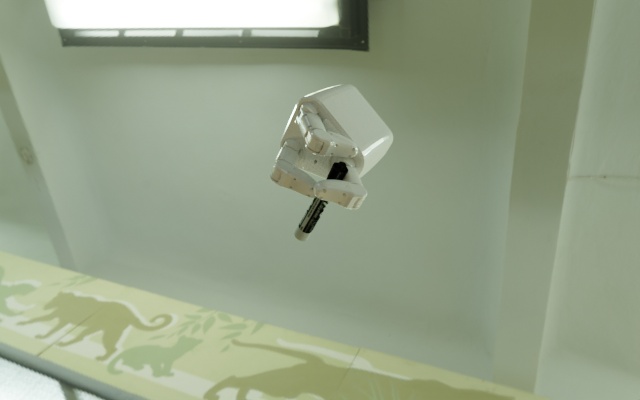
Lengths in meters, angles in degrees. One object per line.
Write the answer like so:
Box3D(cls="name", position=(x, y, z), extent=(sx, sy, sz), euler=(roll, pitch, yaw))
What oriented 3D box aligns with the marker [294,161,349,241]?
Box3D(cls="marker", position=(0.000, 0.002, 0.558), extent=(0.020, 0.020, 0.121), euler=(0, -44, -35))
